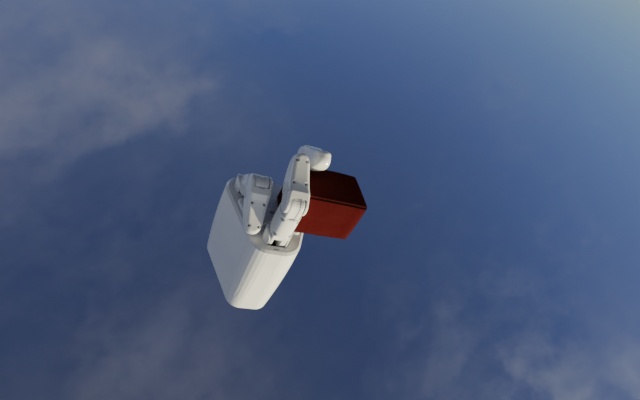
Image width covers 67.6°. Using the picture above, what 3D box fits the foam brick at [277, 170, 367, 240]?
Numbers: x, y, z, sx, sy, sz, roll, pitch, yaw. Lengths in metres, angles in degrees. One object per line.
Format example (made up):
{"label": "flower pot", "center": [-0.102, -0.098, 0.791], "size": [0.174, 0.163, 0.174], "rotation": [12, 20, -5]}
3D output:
{"label": "foam brick", "center": [0.000, 0.002, 0.514], "size": [0.078, 0.051, 0.053], "rotation": [11, 39, -22]}
